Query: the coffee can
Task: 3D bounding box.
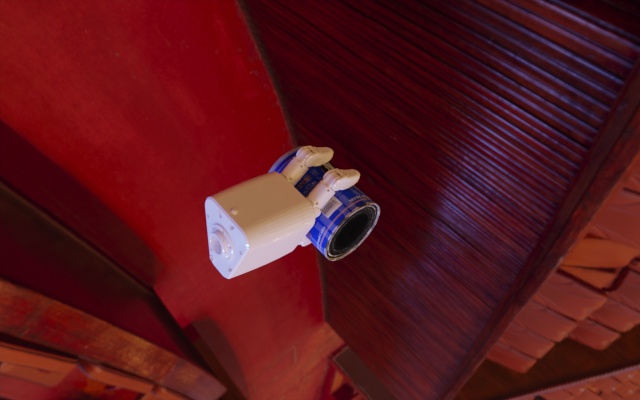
[{"bbox_3d":[0.000,0.002,0.687,0.140,0.103,0.103,43,23,27],"label":"coffee can"}]
